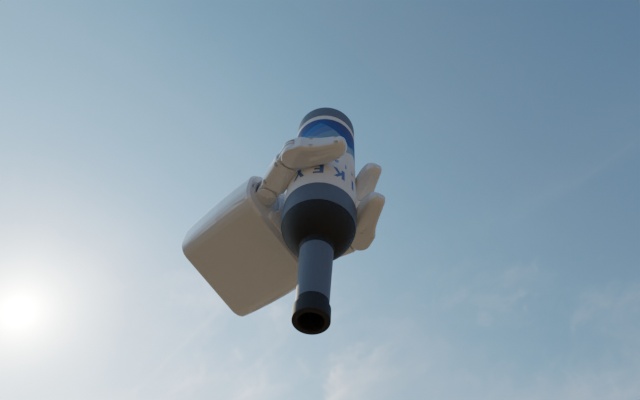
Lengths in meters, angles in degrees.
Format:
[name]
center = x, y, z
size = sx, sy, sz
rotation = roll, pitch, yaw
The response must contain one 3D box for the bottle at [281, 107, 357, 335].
[bottle]
center = 0.000, 0.001, 0.448
size = 0.069, 0.069, 0.295
rotation = 0, 34, 3
